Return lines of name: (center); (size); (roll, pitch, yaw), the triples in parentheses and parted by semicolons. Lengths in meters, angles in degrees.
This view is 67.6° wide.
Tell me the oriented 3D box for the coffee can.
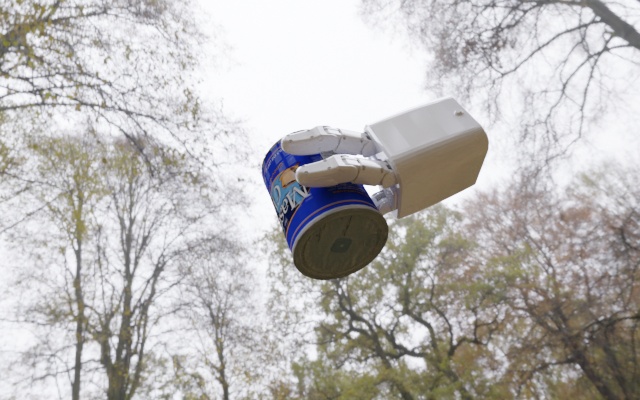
coffee can: (0.000, 0.002, 0.528); (0.103, 0.103, 0.140); (0, 40, -24)
